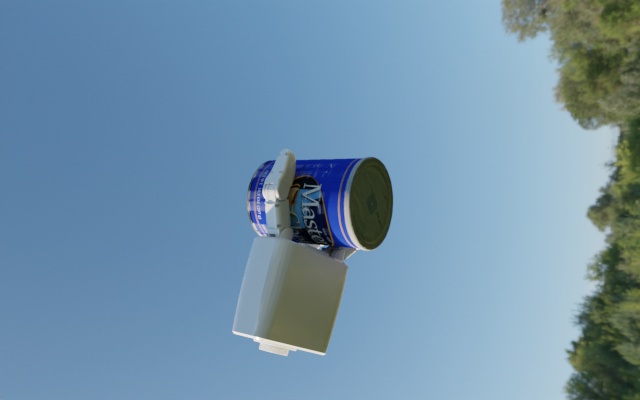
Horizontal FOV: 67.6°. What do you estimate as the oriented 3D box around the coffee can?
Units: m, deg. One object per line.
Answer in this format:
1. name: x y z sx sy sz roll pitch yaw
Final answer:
1. coffee can: 0.000 0.002 0.561 0.140 0.103 0.103 2 1 34
